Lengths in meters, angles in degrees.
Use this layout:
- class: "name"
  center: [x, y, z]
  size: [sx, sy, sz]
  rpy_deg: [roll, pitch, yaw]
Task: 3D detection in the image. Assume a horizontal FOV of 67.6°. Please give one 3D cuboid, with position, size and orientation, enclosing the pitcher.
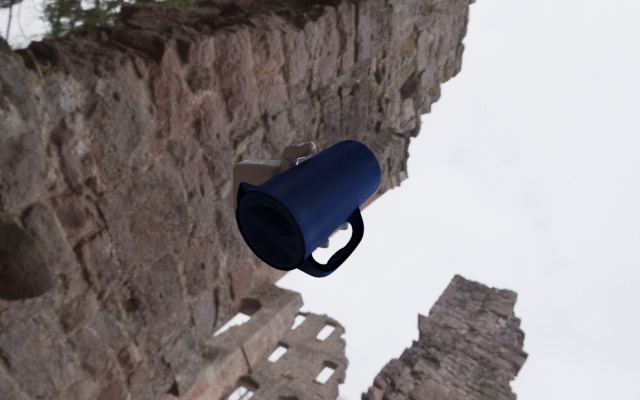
- class: "pitcher"
  center: [0.000, 0.002, 0.758]
  size: [0.145, 0.149, 0.242]
  rpy_deg: [10, 33, 38]
